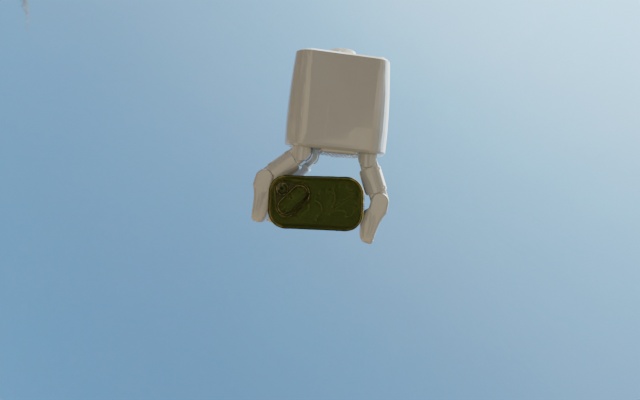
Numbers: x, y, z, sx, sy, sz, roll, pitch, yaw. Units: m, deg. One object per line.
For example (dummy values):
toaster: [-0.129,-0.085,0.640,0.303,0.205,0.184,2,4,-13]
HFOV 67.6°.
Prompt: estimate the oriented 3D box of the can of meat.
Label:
can of meat: [0.000,0.002,0.541,0.102,0.057,0.084,2,1,8]
